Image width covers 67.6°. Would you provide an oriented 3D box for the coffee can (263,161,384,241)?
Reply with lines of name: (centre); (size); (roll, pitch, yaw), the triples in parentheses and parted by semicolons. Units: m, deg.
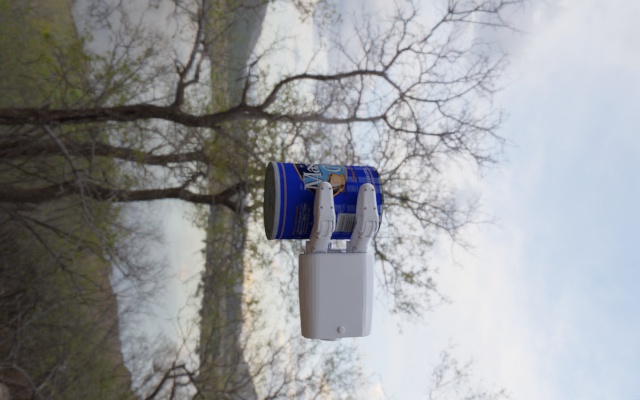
coffee can: (0.000, 0.002, 0.636); (0.140, 0.103, 0.103); (1, 0, -14)
